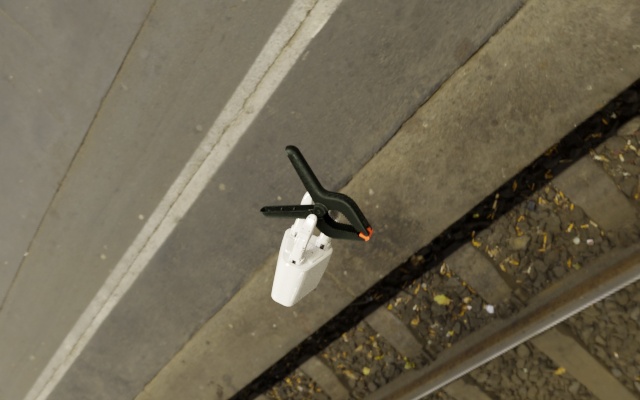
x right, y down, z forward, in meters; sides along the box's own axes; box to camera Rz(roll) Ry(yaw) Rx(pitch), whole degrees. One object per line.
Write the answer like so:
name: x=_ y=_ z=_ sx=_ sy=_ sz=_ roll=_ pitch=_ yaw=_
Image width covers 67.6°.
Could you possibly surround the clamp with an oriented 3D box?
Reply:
clamp: x=0.000 y=0.004 z=0.846 sx=0.210 sy=0.165 sz=0.036 roll=24 pitch=37 yaw=8
